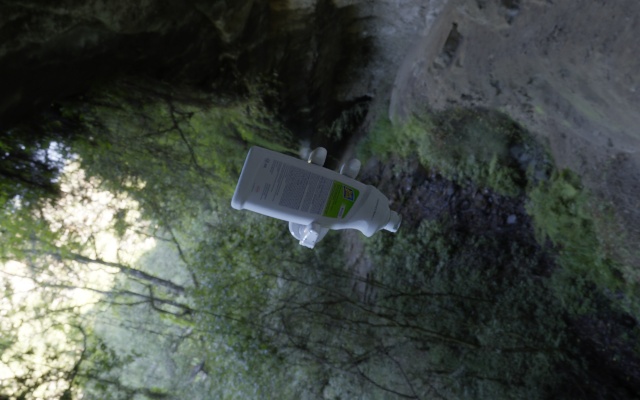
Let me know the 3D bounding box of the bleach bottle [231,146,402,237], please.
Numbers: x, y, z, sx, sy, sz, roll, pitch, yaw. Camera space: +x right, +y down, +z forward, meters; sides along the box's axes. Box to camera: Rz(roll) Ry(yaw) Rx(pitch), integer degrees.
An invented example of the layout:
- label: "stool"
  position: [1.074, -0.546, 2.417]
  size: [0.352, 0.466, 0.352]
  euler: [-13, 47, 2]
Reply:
- label: "bleach bottle"
  position: [0.000, 0.002, 0.728]
  size: [0.251, 0.102, 0.068]
  euler: [19, -1, -6]
